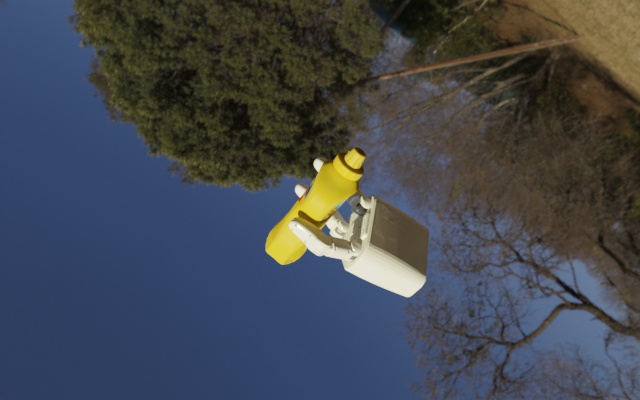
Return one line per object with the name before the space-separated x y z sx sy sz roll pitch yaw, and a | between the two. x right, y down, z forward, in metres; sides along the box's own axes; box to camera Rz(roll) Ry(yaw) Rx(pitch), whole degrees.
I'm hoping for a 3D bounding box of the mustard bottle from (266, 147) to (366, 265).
mustard bottle | 0.000 0.002 0.652 0.192 0.058 0.096 -51 -3 32
